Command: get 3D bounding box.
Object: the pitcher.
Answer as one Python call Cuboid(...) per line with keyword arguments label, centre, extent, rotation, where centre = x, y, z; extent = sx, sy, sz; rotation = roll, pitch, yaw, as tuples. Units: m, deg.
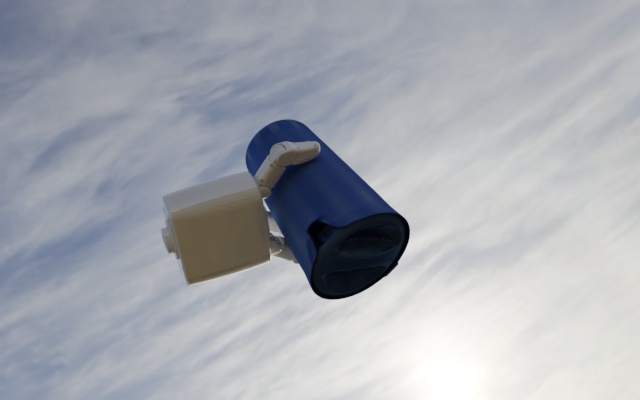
Cuboid(label="pitcher", centre=(0.000, 0.002, 0.623), extent=(0.145, 0.149, 0.242), rotation=(-17, 45, -22))
